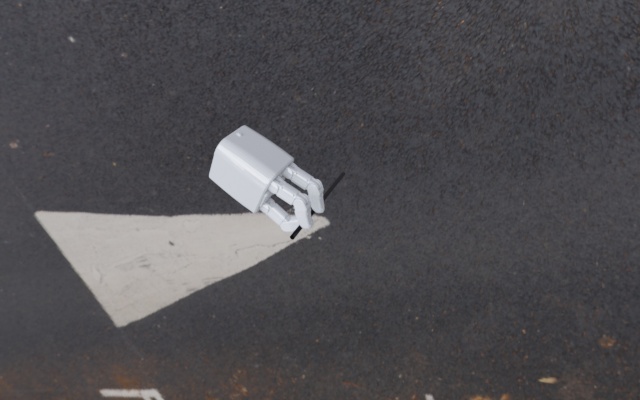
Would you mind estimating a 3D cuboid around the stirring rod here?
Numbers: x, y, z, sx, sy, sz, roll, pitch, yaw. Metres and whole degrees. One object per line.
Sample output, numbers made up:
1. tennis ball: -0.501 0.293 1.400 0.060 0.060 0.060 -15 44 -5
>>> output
1. stirring rod: 0.000 0.003 0.857 0.011 0.011 0.239 0 28 25
